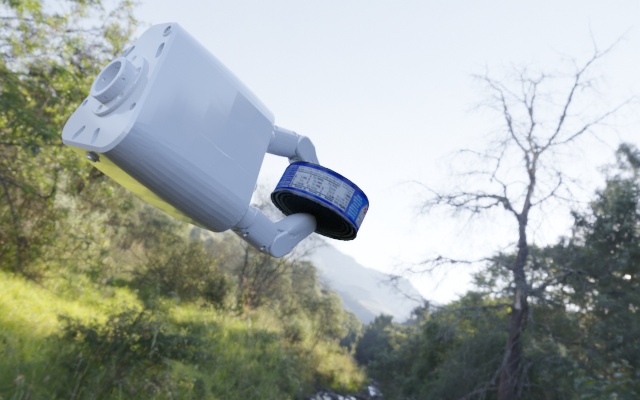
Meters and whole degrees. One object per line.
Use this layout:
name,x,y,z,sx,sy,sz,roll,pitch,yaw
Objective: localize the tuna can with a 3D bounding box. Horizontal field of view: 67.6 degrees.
tuna can,0.000,0.001,0.430,0.086,0.033,0.086,24,-19,9
